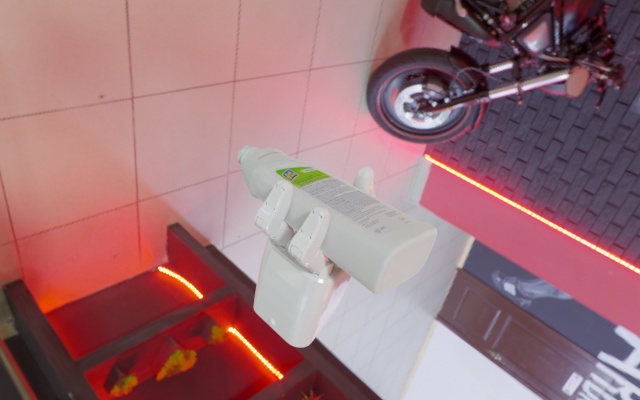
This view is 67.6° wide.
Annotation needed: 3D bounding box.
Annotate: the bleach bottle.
[{"bbox_3d":[0.000,0.002,0.544,0.250,0.068,0.102,35,32,31],"label":"bleach bottle"}]
